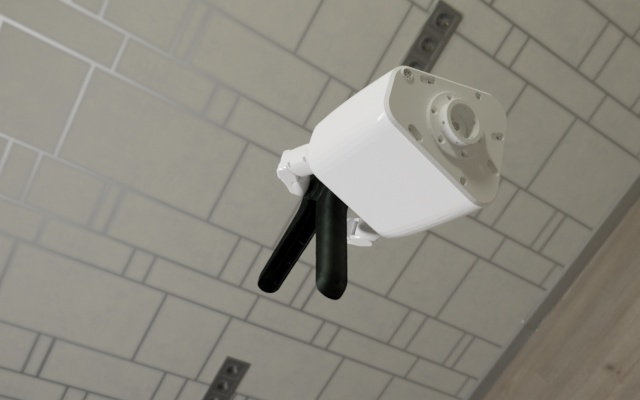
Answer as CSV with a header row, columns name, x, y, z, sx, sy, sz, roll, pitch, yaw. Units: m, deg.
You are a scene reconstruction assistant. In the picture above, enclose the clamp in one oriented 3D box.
name,x,y,z,sx,sy,sz,roll,pitch,yaw
clamp,0.000,0.001,0.472,0.036,0.210,0.164,27,-25,-21
